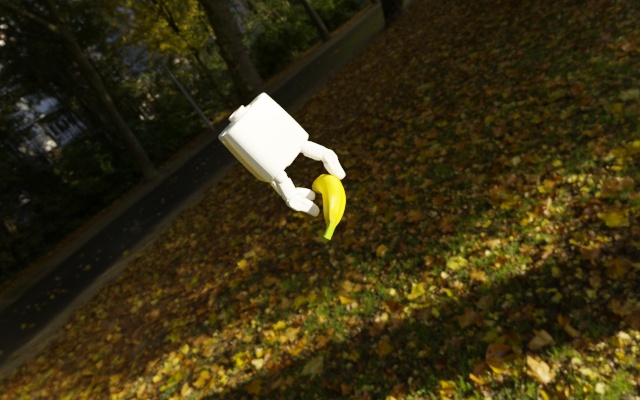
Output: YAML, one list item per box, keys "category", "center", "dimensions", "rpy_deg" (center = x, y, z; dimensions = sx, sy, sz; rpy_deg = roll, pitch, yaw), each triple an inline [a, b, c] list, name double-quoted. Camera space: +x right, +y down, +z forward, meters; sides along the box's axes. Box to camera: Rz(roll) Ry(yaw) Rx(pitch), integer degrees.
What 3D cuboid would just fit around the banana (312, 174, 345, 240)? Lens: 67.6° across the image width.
- category: "banana"
  center: [0.012, -0.009, 0.837]
  dimensions: [0.037, 0.070, 0.197]
  rpy_deg: [34, 18, -18]
